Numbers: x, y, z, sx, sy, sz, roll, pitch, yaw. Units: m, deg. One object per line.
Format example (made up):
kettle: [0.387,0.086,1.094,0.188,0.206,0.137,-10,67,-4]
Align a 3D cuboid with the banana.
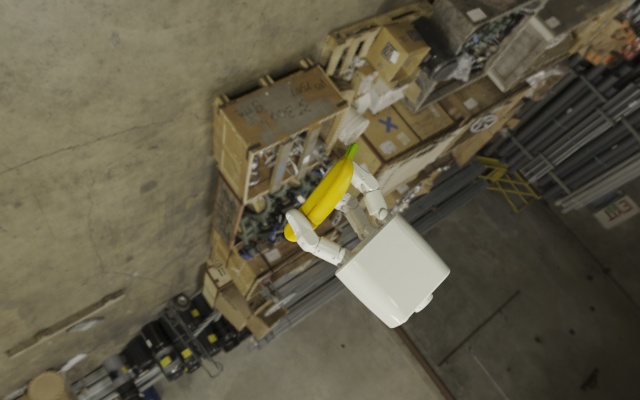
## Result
banana: [-0.005,0.009,0.664,0.037,0.198,0.069,39,35,-1]
